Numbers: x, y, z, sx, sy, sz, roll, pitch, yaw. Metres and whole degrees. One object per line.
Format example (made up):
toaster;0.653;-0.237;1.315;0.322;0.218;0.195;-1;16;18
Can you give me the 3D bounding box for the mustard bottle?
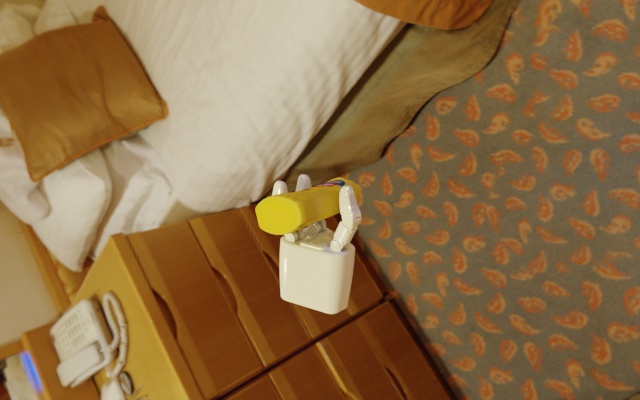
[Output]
mustard bottle;0.000;0.002;0.740;0.096;0.058;0.191;-10;5;44
